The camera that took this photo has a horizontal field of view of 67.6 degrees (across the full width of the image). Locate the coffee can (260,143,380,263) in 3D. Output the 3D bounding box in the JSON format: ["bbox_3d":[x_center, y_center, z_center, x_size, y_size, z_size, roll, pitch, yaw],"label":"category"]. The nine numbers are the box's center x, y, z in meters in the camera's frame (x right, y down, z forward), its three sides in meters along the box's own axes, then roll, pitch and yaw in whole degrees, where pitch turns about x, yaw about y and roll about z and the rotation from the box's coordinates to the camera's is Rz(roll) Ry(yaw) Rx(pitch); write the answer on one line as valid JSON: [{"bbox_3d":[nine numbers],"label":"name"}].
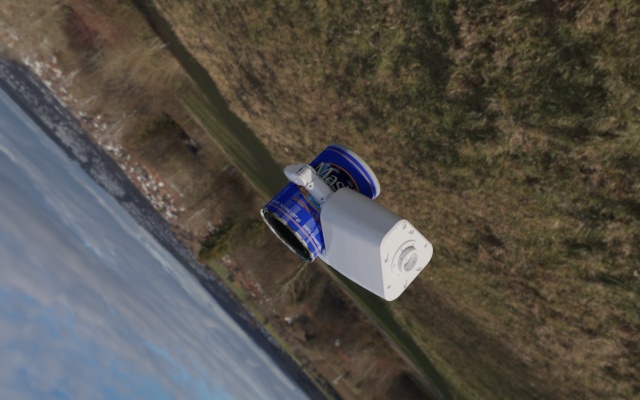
[{"bbox_3d":[0.000,0.002,0.675,0.140,0.103,0.103,-44,16,-17],"label":"coffee can"}]
